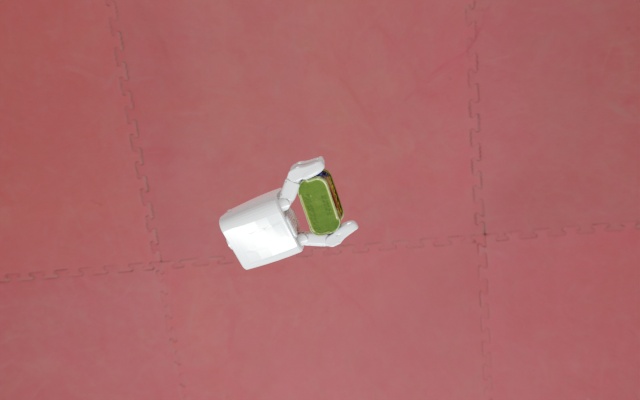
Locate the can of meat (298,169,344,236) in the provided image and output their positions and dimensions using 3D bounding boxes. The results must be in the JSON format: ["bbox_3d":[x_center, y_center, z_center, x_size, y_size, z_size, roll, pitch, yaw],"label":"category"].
[{"bbox_3d":[0.000,0.003,0.805,0.057,0.102,0.084,-18,9,8],"label":"can of meat"}]
